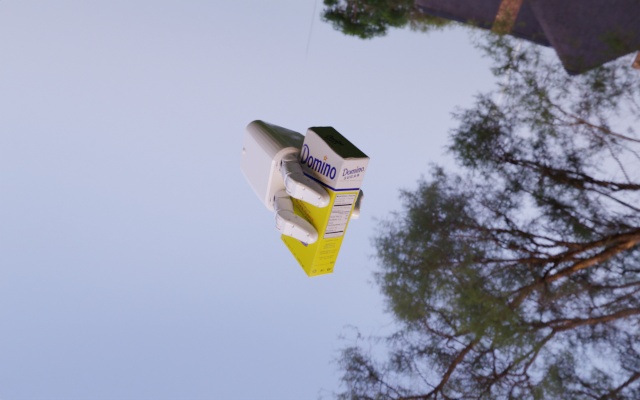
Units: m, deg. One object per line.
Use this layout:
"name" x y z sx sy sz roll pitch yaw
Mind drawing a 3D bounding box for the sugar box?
"sugar box" 0.000 0.002 0.619 0.048 0.176 0.093 -7 35 -31
